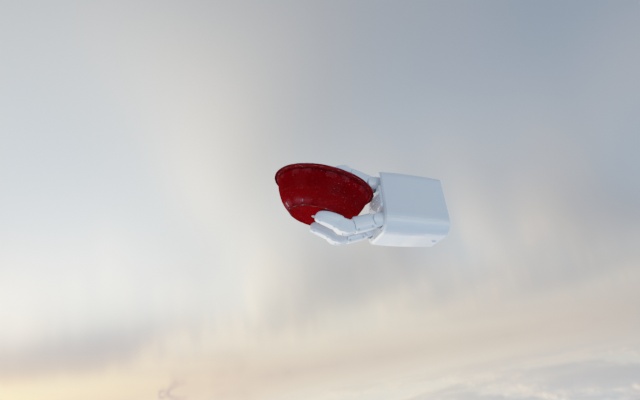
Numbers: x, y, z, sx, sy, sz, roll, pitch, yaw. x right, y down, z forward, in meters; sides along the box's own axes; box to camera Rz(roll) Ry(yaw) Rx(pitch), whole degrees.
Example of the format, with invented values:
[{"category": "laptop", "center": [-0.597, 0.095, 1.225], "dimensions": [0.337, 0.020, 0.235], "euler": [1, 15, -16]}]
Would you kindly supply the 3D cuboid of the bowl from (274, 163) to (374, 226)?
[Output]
[{"category": "bowl", "center": [-0.001, 0.003, 0.756], "dimensions": [0.162, 0.055, 0.162], "euler": [11, -23, 5]}]
